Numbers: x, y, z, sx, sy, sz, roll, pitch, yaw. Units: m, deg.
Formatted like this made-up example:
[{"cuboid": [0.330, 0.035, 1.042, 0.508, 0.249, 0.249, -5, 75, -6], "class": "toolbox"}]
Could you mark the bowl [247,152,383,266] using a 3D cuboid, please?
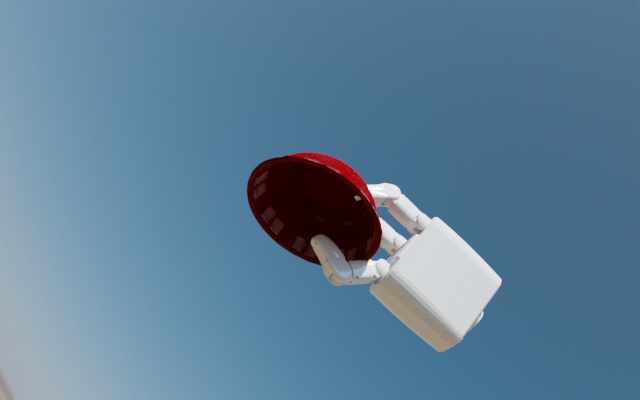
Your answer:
[{"cuboid": [-0.001, 0.001, 0.538, 0.162, 0.162, 0.055, 0, 40, 31], "class": "bowl"}]
